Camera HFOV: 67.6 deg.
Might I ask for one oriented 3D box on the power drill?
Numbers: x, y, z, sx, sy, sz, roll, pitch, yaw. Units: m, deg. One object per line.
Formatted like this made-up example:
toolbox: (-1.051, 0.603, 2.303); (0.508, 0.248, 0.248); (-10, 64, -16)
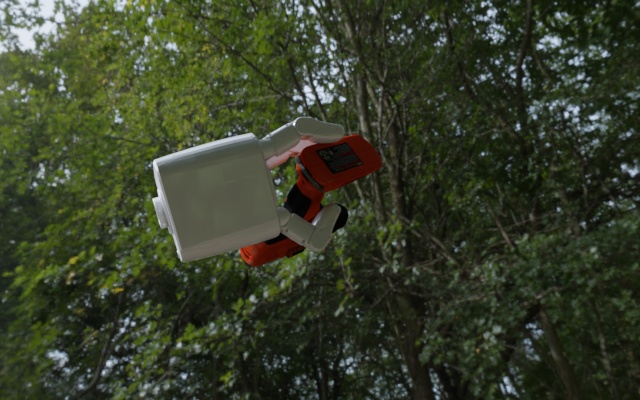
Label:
power drill: (0.000, 0.002, 0.608); (0.184, 0.057, 0.188); (-22, -25, -42)
